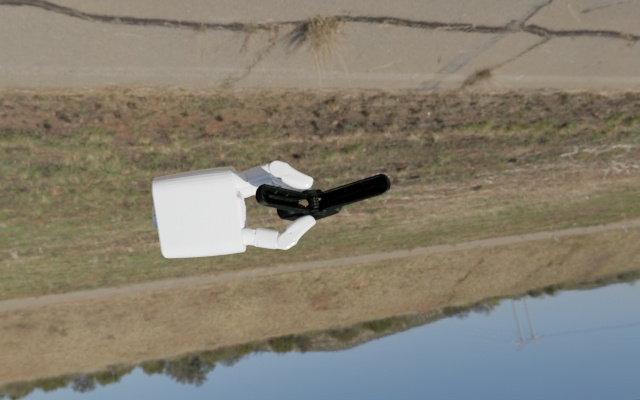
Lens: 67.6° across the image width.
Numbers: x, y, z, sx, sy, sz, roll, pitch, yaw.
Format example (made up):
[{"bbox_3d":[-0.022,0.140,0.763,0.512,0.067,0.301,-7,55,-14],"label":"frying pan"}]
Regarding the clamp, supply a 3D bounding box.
[{"bbox_3d":[0.000,0.003,0.654,0.164,0.036,0.210,-6,-10,-4],"label":"clamp"}]
